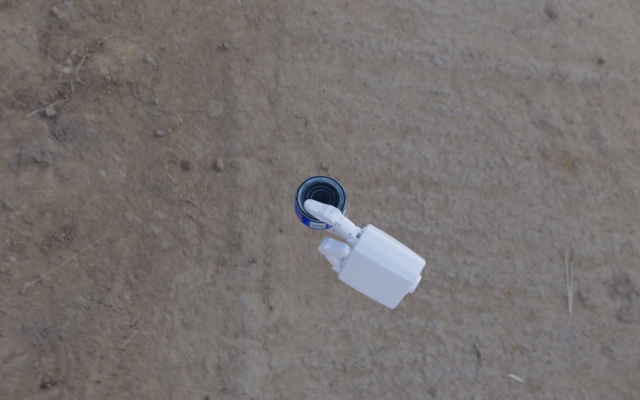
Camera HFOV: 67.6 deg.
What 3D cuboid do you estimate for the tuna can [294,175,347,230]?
[{"bbox_3d":[0.000,0.002,0.778,0.086,0.086,0.034,0,-24,-3],"label":"tuna can"}]
